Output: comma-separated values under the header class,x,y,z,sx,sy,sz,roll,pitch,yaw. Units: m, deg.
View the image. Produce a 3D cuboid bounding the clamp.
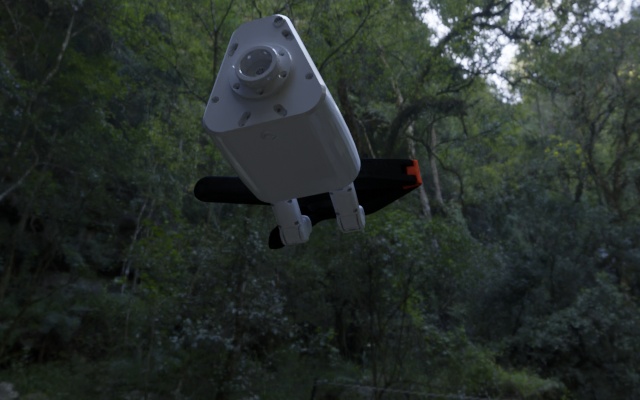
class,x,y,z,sx,sy,sz,roll,pitch,yaw
clamp,0.000,0.001,0.498,0.210,0.036,0.165,-11,-27,11
